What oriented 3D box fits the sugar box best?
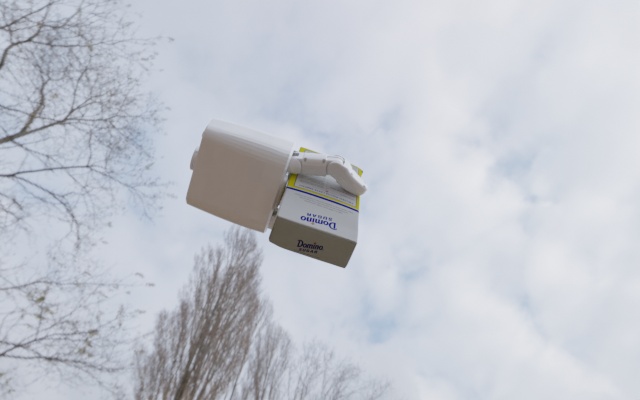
[{"bbox_3d":[0.000,0.002,0.584,0.093,0.048,0.176,19,33,-4],"label":"sugar box"}]
